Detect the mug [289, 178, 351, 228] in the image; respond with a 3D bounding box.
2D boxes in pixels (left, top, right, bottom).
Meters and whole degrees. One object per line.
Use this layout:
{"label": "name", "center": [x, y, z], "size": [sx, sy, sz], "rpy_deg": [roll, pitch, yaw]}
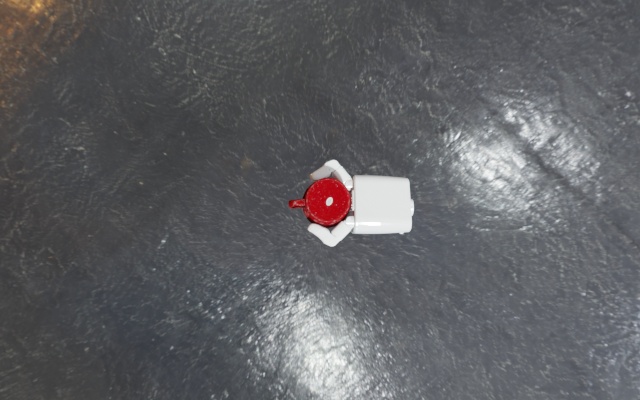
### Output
{"label": "mug", "center": [-0.001, 0.003, 0.873], "size": [0.117, 0.093, 0.081], "rpy_deg": [0, -5, -2]}
